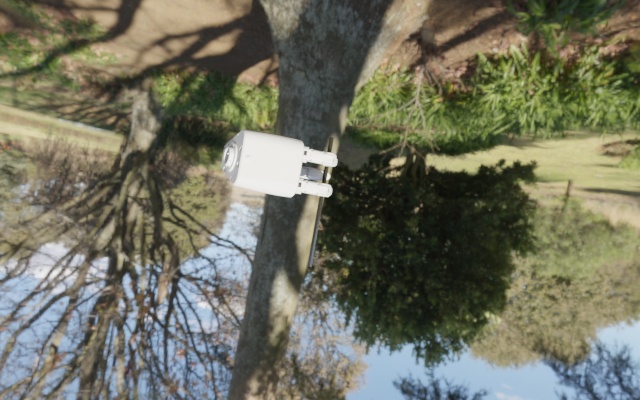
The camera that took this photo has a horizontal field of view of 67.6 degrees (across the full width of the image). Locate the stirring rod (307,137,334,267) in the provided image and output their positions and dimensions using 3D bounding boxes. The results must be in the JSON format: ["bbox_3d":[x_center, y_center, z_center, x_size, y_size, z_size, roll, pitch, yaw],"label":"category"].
[{"bbox_3d":[0.000,0.003,0.877,0.011,0.239,0.011,10,1,0],"label":"stirring rod"}]
